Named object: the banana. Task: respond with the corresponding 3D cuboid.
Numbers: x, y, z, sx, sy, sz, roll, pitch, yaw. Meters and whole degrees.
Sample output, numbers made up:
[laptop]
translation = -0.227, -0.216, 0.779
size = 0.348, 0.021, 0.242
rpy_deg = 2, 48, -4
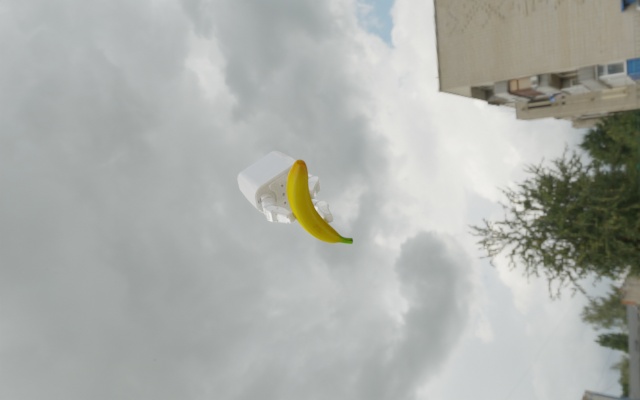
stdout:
[banana]
translation = -0.015, 0.012, 0.802
size = 0.069, 0.198, 0.037
rpy_deg = -23, 38, 15
